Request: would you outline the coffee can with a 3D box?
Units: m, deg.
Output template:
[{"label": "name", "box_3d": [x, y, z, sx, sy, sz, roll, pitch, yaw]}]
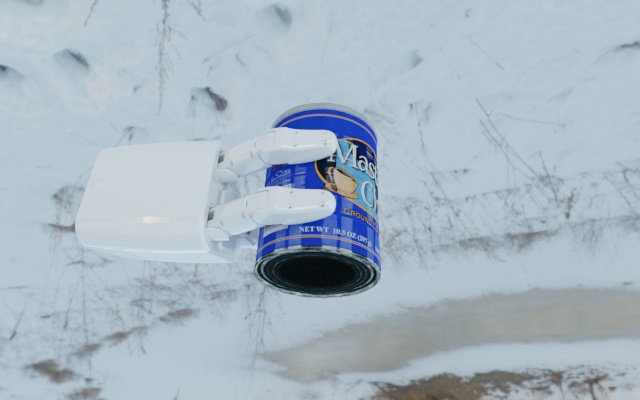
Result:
[{"label": "coffee can", "box_3d": [0.000, 0.001, 0.418, 0.103, 0.140, 0.103, 2, -31, 1]}]
